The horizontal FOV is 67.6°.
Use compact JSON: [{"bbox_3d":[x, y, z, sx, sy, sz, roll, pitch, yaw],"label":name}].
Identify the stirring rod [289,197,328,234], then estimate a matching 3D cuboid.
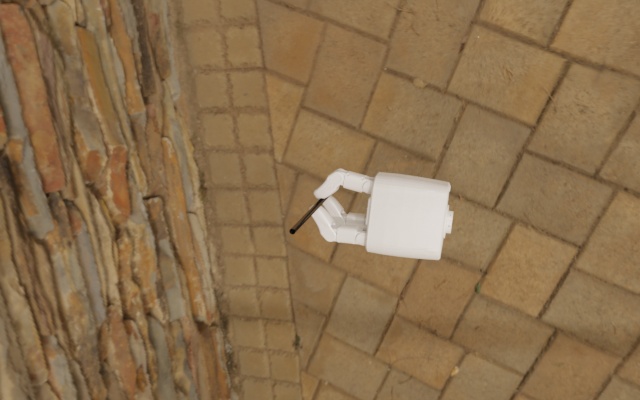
[{"bbox_3d":[0.000,0.002,0.714,0.011,0.011,0.239,0,18,18],"label":"stirring rod"}]
